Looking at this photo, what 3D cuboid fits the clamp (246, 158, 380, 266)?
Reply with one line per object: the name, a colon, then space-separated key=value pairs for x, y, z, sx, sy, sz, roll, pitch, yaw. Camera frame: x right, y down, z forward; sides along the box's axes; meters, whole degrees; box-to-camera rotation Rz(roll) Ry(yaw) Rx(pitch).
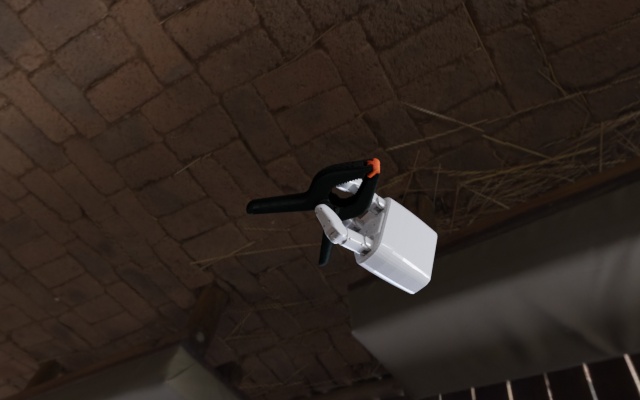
clamp: x=0.001 y=0.003 z=0.709 sx=0.164 sy=0.036 sz=0.210 roll=32 pitch=-56 yaw=-18
